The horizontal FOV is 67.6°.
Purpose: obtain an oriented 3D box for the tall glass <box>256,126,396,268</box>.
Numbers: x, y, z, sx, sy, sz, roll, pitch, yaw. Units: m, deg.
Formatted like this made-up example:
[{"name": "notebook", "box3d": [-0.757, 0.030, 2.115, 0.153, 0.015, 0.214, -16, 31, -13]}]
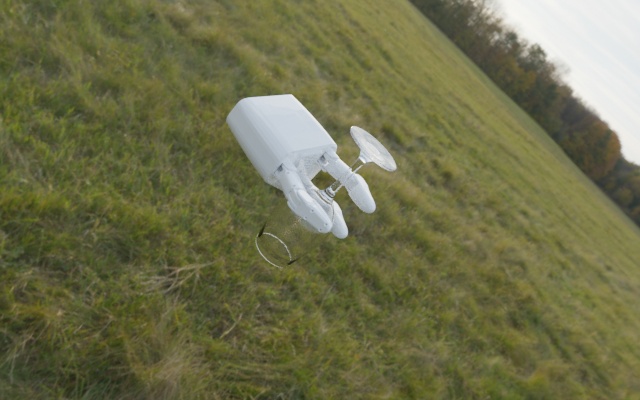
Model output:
[{"name": "tall glass", "box3d": [0.001, 0.002, 0.611, 0.201, 0.079, 0.079, -46, -23, 24]}]
